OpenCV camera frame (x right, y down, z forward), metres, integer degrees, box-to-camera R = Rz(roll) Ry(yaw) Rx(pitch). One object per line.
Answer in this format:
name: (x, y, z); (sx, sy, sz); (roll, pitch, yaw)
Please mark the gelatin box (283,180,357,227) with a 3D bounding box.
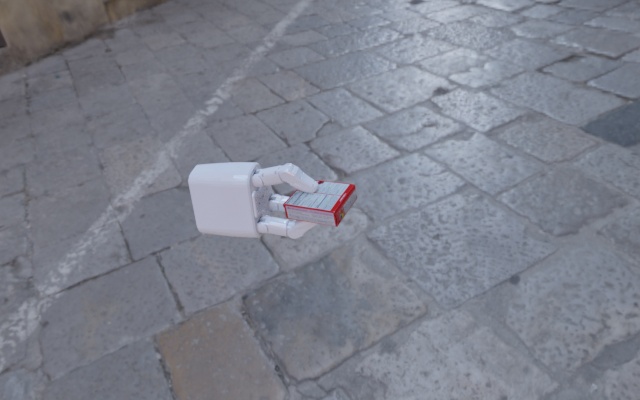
gelatin box: (0.000, 0.002, 0.715); (0.089, 0.030, 0.073); (7, 37, 28)
